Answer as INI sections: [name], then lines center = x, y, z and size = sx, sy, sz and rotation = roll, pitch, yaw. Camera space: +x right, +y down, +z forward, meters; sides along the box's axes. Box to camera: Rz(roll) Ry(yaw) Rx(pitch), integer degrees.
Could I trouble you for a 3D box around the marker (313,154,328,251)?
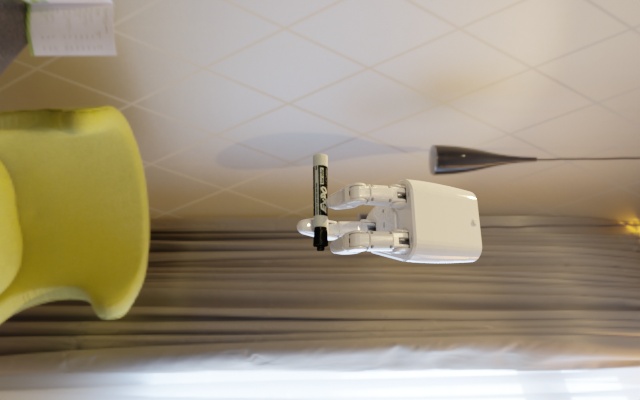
[marker]
center = 0.000, 0.002, 0.589
size = 0.020, 0.121, 0.020
rotation = 0, -15, 0
